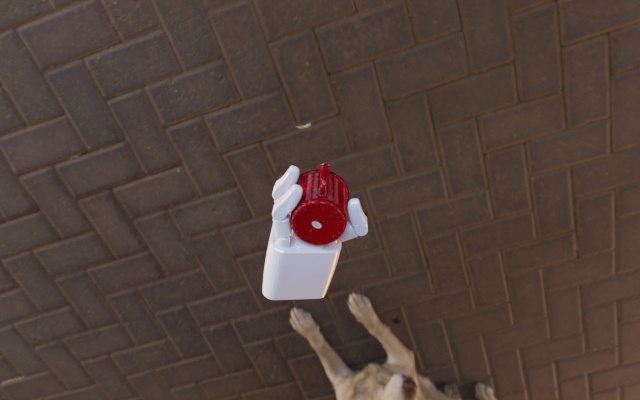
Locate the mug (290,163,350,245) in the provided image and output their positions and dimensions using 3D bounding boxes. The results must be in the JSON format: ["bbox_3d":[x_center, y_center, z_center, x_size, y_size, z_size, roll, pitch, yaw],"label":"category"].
[{"bbox_3d":[0.000,0.001,0.704,0.093,0.117,0.081,9,33,-4],"label":"mug"}]
